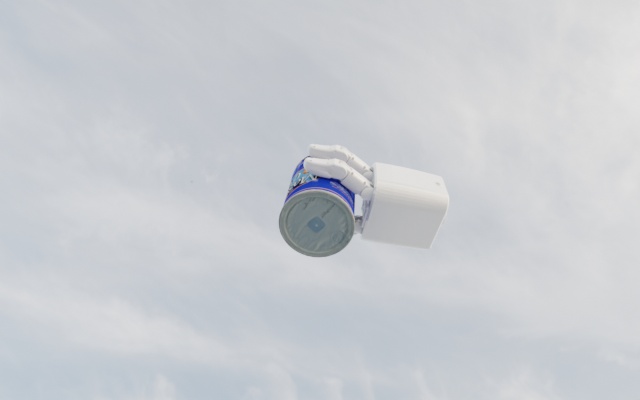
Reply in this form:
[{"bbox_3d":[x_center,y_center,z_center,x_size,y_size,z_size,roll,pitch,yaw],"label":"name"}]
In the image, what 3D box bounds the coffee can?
[{"bbox_3d":[0.000,0.002,0.698,0.103,0.103,0.140,0,27,5],"label":"coffee can"}]
